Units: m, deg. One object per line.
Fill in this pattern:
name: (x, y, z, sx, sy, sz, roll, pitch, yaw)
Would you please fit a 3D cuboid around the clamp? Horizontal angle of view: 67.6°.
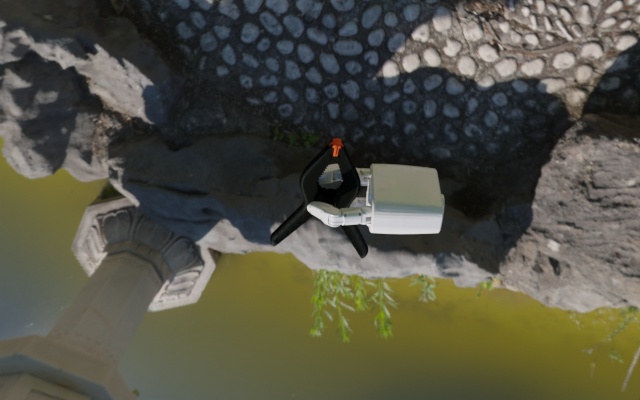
clamp: (0.000, 0.002, 0.754, 0.164, 0.210, 0.036, 2, 31, 0)
